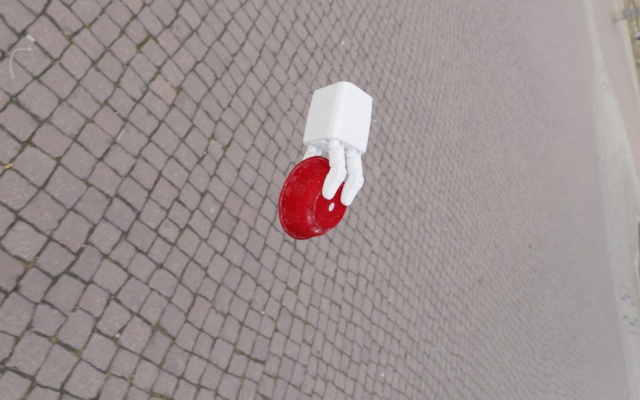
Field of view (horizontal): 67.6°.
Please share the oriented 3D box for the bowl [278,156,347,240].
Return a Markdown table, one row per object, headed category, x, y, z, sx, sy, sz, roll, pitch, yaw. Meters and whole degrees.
| category | x | y | z | sx | sy | sz | roll | pitch | yaw |
| --- | --- | --- | --- | --- | --- | --- | --- | --- | --- |
| bowl | 0.000 | 0.004 | 0.868 | 0.055 | 0.162 | 0.162 | 20 | 13 | 40 |
